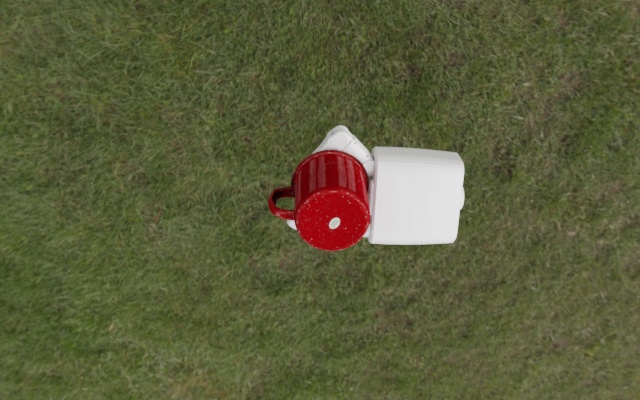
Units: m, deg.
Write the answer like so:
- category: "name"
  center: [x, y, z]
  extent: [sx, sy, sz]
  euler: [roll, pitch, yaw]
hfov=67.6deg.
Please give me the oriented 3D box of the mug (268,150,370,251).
- category: "mug"
  center: [-0.001, 0.002, 0.535]
  extent: [0.117, 0.093, 0.081]
  euler: [1, 31, -2]
